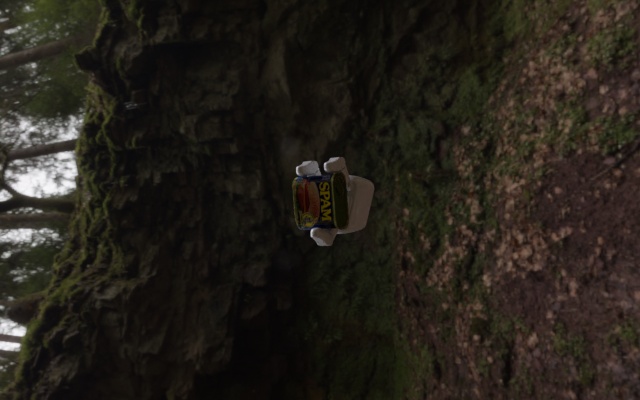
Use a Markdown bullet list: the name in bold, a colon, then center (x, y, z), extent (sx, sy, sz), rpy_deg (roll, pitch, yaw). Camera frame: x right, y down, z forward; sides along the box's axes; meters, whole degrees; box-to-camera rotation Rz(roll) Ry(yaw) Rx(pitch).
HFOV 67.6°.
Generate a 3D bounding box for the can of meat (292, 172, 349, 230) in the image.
- **can of meat**: center (0.000, 0.003, 0.862), extent (0.084, 0.102, 0.057), rpy_deg (-3, 2, 26)
